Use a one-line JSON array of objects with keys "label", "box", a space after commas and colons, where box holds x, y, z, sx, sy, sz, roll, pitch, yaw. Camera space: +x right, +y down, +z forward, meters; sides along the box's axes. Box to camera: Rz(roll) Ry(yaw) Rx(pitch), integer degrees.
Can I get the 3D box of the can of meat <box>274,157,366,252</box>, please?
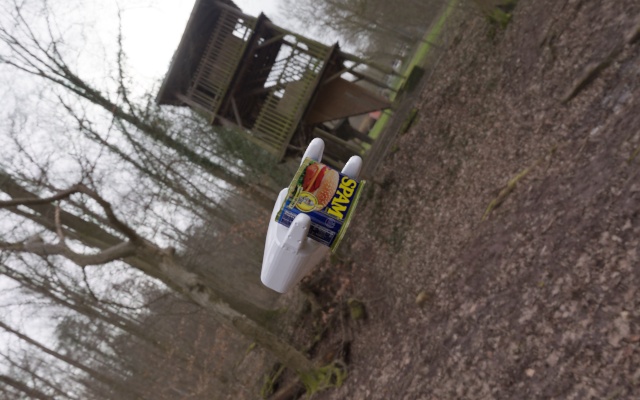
[{"label": "can of meat", "box": [0.000, 0.002, 0.600, 0.084, 0.102, 0.057, 25, -41, 0]}]
